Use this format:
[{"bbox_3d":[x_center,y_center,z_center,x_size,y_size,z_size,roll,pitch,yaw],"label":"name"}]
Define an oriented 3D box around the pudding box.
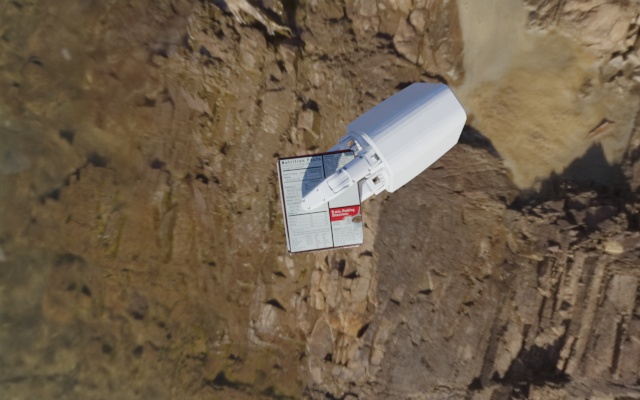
[{"bbox_3d":[0.000,0.002,0.552,0.090,0.113,0.039,-7,-1,-5],"label":"pudding box"}]
